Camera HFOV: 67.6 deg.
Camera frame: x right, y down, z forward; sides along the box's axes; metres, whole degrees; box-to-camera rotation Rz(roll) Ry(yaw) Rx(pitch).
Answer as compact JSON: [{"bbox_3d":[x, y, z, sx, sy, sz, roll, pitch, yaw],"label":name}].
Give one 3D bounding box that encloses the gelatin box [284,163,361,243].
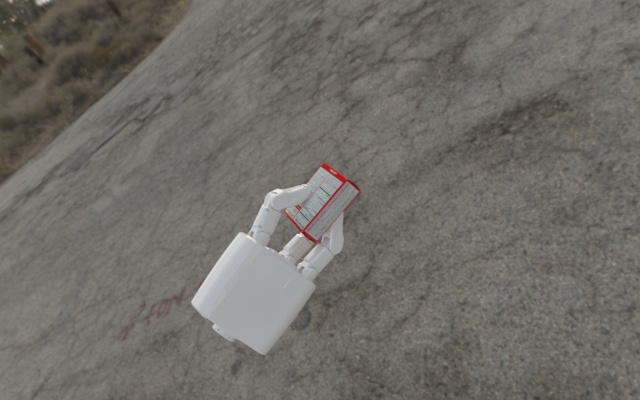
[{"bbox_3d":[0.000,0.001,0.612,0.030,0.089,0.073,38,2,-30],"label":"gelatin box"}]
